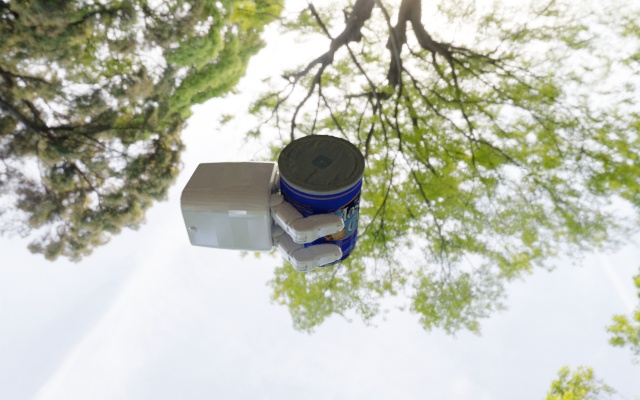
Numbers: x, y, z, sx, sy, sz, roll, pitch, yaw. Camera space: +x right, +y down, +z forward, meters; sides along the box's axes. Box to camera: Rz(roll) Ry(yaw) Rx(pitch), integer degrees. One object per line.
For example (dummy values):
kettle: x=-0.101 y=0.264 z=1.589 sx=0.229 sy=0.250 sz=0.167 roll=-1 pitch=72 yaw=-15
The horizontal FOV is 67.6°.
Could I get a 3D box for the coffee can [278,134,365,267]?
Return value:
coffee can: x=0.000 y=0.002 z=0.608 sx=0.103 sy=0.102 sz=0.140 roll=0 pitch=-44 yaw=-1
